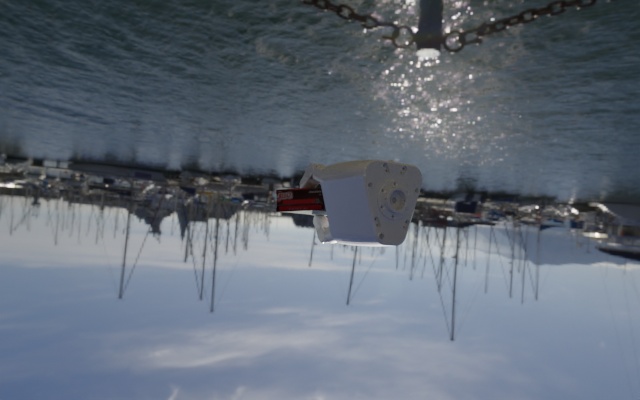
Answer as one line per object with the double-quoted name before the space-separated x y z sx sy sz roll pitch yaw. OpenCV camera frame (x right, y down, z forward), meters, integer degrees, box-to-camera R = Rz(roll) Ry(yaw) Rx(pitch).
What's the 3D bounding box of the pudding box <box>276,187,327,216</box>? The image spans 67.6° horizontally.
"pudding box" 0.000 0.003 0.732 0.090 0.039 0.113 -1 -6 34
